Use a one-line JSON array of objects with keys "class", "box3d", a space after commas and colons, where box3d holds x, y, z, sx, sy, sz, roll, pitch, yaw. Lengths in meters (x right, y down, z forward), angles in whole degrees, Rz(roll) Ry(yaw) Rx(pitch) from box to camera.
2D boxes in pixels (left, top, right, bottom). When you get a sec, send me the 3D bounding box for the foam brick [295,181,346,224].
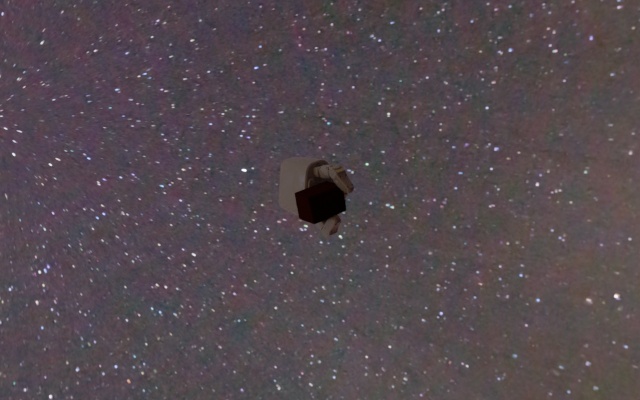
[{"class": "foam brick", "box3d": [0.000, 0.003, 0.875, 0.078, 0.053, 0.051, -21, 23, -31]}]
